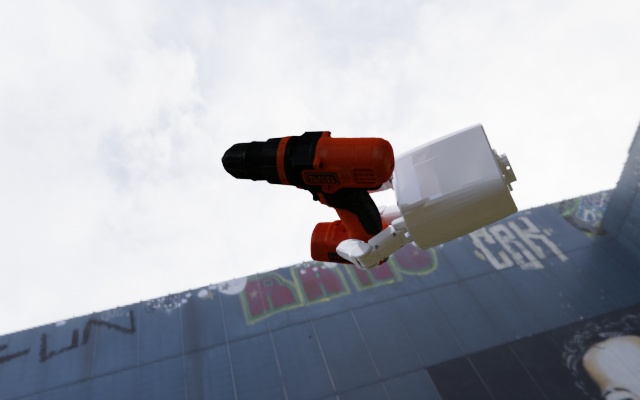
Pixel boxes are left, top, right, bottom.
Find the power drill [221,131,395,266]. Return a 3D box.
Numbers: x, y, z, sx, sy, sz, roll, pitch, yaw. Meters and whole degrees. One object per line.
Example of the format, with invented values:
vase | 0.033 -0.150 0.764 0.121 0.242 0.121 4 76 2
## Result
power drill | 0.000 0.002 0.535 0.184 0.057 0.188 3 -35 21
